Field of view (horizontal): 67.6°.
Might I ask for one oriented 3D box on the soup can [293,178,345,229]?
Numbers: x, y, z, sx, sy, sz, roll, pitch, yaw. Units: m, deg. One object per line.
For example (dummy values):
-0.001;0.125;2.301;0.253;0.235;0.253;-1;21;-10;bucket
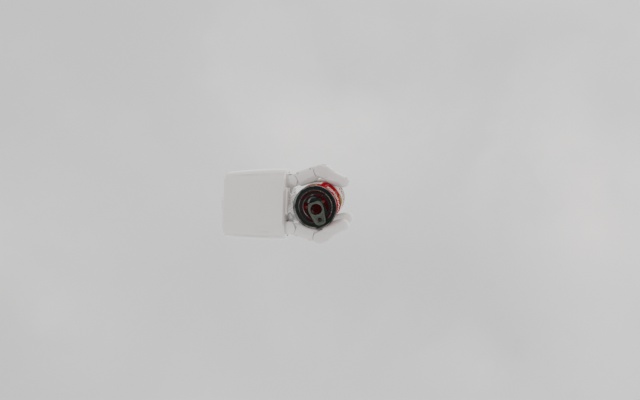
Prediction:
0.001;0.002;0.767;0.068;0.068;0.102;0;9;10;soup can
